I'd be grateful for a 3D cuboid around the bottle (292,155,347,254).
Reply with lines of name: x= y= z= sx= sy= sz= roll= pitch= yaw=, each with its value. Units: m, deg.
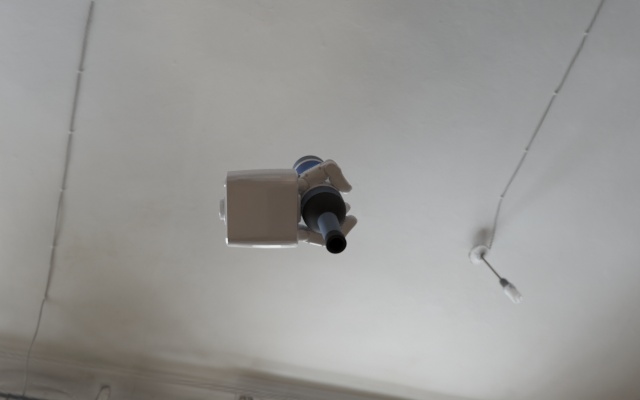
bottle: x=0.000 y=0.002 z=0.733 sx=0.069 sy=0.069 sz=0.295 roll=0 pitch=21 yaw=-8
